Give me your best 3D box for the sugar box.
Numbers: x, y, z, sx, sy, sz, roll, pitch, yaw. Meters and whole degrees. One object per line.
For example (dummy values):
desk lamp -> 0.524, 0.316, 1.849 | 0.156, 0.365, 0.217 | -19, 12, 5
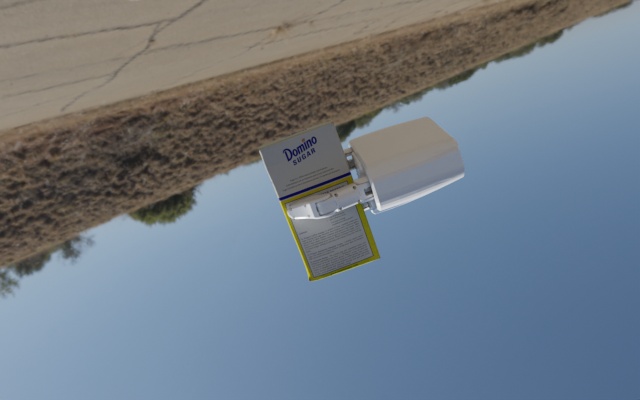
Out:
sugar box -> 0.000, 0.002, 0.579 | 0.093, 0.176, 0.048 | -20, 11, 0
